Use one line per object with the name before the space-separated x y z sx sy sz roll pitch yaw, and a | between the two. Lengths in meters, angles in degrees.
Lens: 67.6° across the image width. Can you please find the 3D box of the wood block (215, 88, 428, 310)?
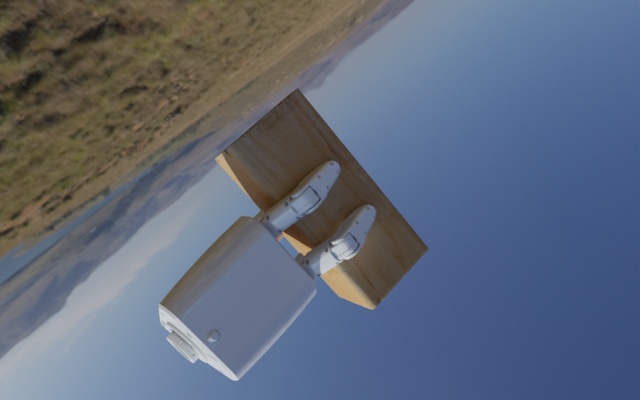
wood block | 0.000 0.002 0.490 0.090 0.206 0.091 -44 13 -16
